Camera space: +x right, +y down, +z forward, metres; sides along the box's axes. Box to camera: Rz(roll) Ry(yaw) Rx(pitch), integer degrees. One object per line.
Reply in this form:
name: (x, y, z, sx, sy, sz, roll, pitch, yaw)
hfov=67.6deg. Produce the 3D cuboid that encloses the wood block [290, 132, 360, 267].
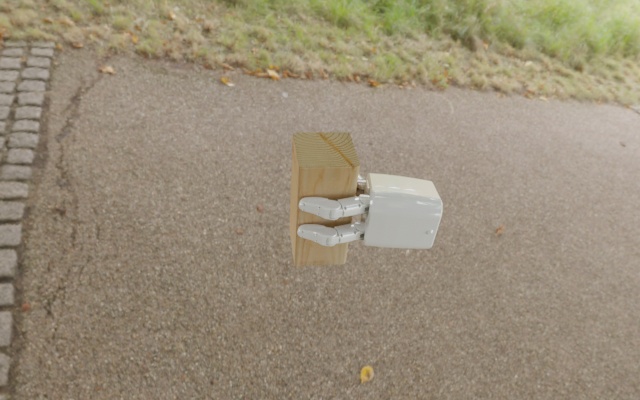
wood block: (0.000, 0.002, 0.762, 0.090, 0.206, 0.090, -2, 41, -8)
